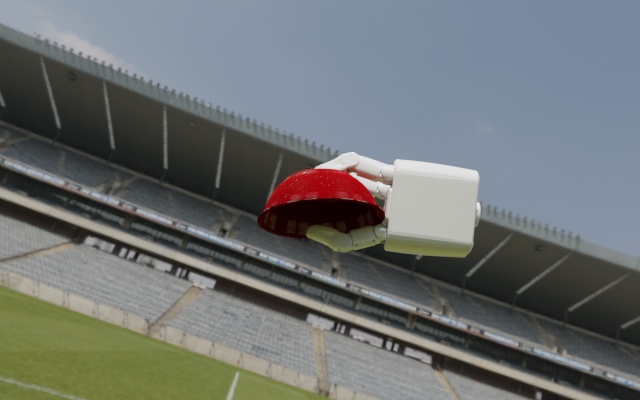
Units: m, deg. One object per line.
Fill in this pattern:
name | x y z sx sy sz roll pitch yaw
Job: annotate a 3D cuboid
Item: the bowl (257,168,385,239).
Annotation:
bowl | -0.001 0.002 0.612 0.162 0.055 0.162 -3 -20 -1
